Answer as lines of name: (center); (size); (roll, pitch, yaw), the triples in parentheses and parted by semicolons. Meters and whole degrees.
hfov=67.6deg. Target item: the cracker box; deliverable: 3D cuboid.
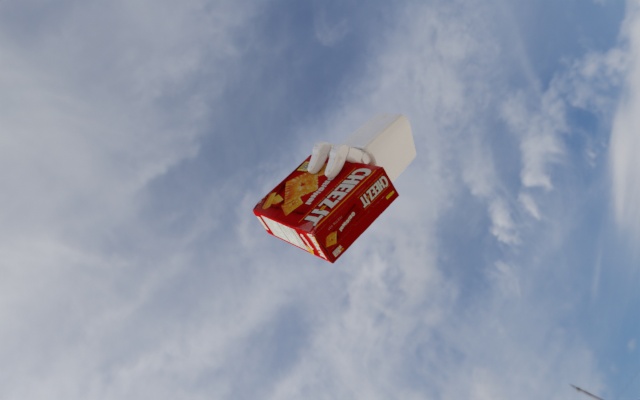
cracker box: (0.000, 0.003, 0.820); (0.164, 0.072, 0.213); (-44, 30, -19)
